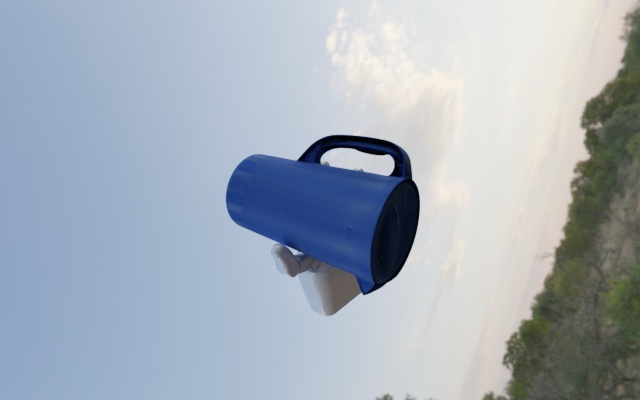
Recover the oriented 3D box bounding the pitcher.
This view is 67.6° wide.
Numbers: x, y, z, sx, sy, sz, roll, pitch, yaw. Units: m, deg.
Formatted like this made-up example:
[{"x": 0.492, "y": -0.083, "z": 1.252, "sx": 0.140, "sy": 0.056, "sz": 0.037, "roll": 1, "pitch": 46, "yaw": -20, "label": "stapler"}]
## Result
[{"x": 0.000, "y": 0.002, "z": 0.624, "sx": 0.243, "sy": 0.145, "sz": 0.149, "roll": 16, "pitch": 49, "yaw": 30, "label": "pitcher"}]
